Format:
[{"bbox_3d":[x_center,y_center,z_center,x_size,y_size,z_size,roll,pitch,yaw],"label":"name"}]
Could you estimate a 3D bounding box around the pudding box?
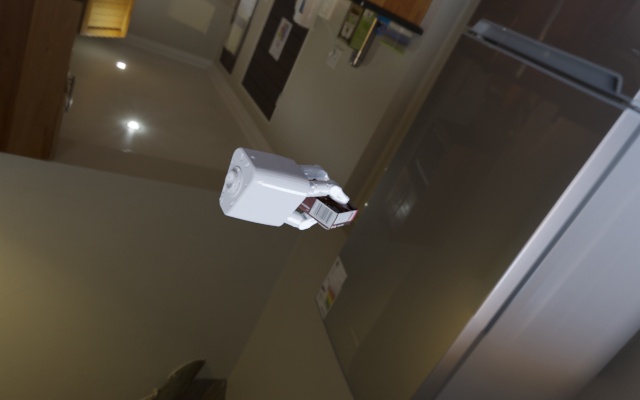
[{"bbox_3d":[0.000,0.003,0.858,0.113,0.039,0.090,38,20,20],"label":"pudding box"}]
